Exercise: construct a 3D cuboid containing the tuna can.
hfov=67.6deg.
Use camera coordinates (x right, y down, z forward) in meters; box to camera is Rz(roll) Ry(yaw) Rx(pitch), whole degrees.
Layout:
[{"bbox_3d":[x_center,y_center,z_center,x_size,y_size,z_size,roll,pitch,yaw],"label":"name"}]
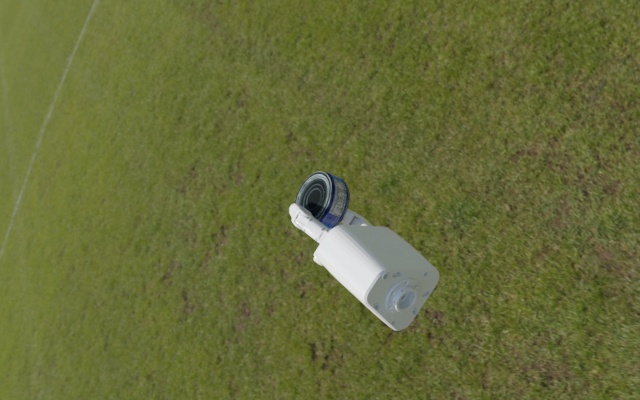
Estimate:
[{"bbox_3d":[0.000,0.002,0.683,0.034,0.086,0.086,23,-14,-36],"label":"tuna can"}]
